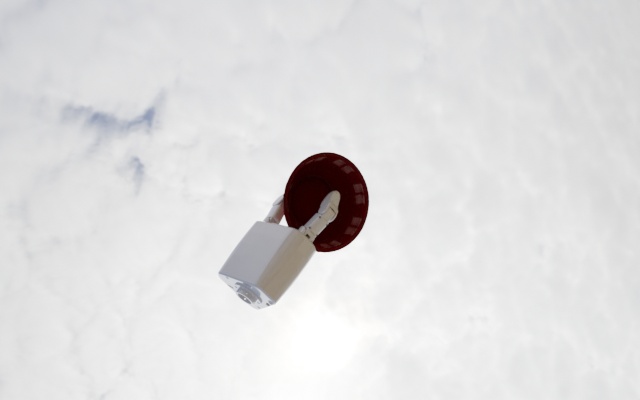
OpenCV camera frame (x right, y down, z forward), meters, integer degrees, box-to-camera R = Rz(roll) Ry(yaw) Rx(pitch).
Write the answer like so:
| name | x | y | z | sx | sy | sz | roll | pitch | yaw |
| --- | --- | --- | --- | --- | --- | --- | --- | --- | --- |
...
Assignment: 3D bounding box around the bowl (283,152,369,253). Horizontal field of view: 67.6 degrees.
| name | x | y | z | sx | sy | sz | roll | pitch | yaw |
| --- | --- | --- | --- | --- | --- | --- | --- | --- | --- |
| bowl | 0.001 | 0.002 | 0.785 | 0.162 | 0.162 | 0.055 | 0 | 2 | -30 |
